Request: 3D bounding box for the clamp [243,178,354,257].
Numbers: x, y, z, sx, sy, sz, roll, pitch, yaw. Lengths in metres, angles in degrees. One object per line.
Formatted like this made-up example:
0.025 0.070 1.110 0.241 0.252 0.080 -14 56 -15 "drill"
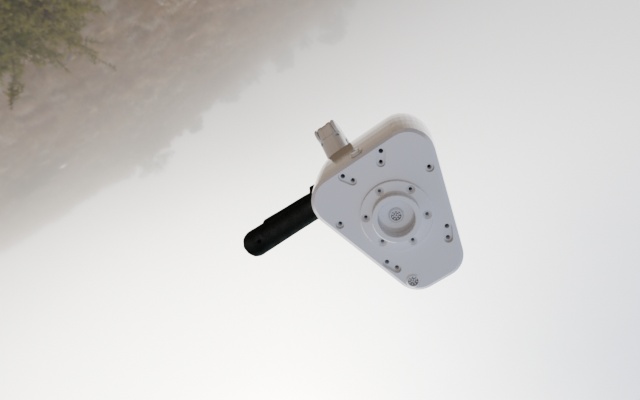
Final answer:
0.001 0.002 0.468 0.171 0.039 0.120 -33 8 13 "clamp"
